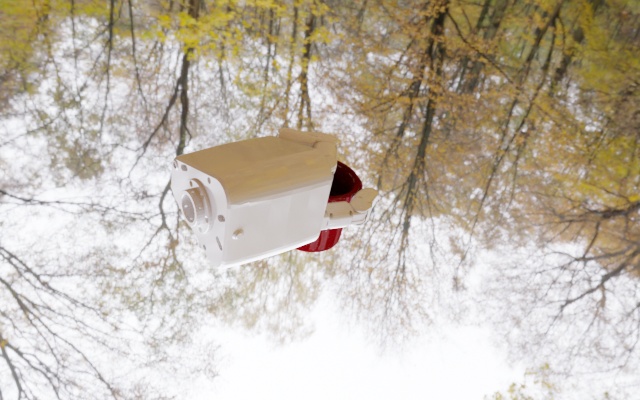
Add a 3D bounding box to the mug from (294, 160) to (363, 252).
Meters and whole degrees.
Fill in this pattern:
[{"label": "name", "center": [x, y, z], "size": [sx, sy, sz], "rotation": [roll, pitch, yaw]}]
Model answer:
[{"label": "mug", "center": [0.001, 0.002, 0.552], "size": [0.117, 0.081, 0.093], "rotation": [-16, 42, -37]}]
